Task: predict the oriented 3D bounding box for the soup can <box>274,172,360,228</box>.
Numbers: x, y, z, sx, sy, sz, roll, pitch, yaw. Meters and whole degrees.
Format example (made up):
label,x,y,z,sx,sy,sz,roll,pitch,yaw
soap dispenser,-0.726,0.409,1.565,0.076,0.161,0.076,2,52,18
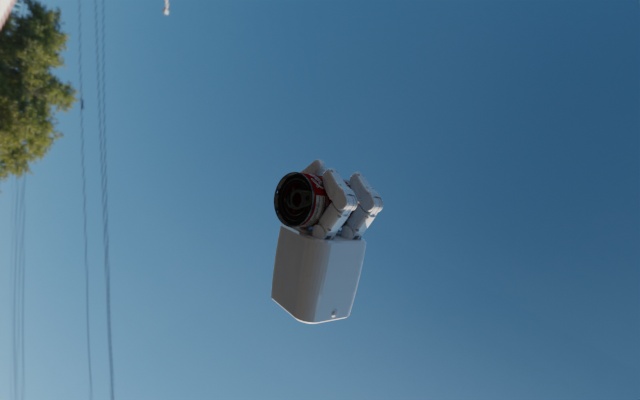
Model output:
label,x,y,z,sx,sy,sz,roll,pitch,yaw
soup can,0.000,0.002,0.617,0.068,0.068,0.102,0,-4,43
